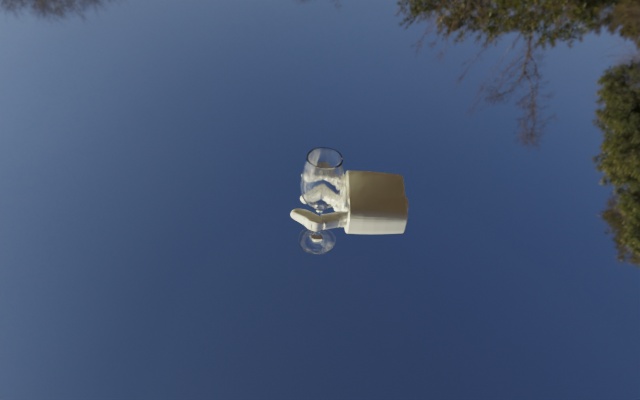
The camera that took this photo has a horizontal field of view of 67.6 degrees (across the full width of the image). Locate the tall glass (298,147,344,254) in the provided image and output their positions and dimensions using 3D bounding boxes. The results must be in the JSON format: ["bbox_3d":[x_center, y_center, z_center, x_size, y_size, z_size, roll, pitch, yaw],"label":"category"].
[{"bbox_3d":[0.000,0.003,0.869,0.079,0.201,0.079,3,41,-3],"label":"tall glass"}]
